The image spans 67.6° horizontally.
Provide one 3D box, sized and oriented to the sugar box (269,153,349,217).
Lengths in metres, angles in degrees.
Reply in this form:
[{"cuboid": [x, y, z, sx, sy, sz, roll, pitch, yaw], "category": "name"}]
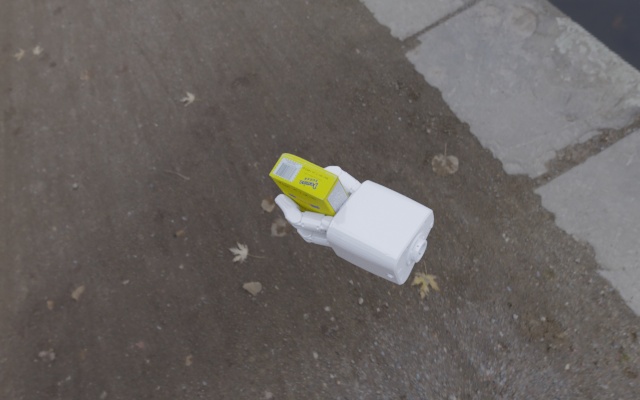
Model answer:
[{"cuboid": [0.000, 0.003, 0.701, 0.093, 0.048, 0.176, 26, -16, 26], "category": "sugar box"}]
